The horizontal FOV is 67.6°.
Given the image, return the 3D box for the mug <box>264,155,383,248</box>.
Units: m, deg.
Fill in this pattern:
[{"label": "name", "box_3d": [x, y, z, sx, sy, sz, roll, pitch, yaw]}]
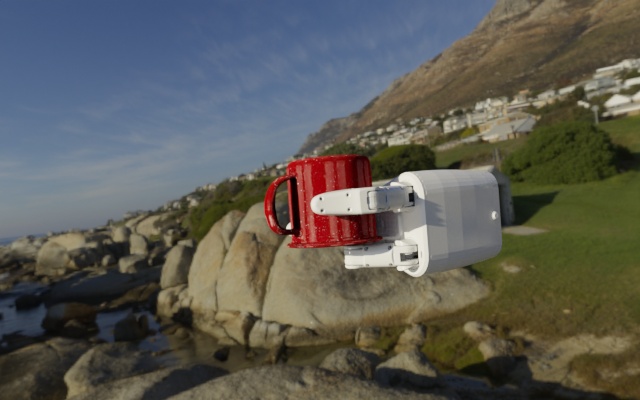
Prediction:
[{"label": "mug", "box_3d": [-0.001, 0.001, 0.456, 0.117, 0.081, 0.093, -4, -1, -30]}]
